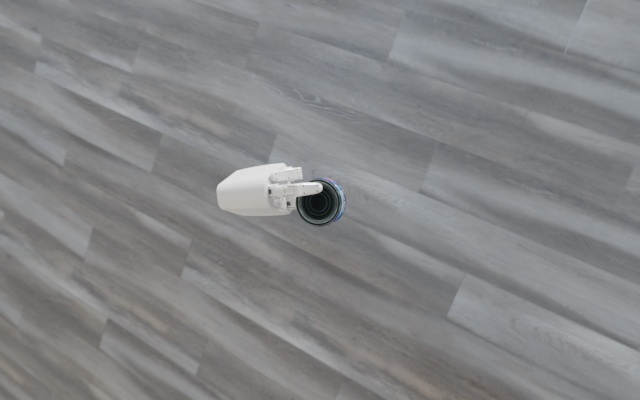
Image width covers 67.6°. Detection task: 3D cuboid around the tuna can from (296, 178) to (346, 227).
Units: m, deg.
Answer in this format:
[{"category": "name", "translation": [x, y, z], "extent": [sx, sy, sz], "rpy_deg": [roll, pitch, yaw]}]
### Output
[{"category": "tuna can", "translation": [0.000, 0.003, 0.839], "extent": [0.086, 0.086, 0.034], "rpy_deg": [0, 3, 18]}]
